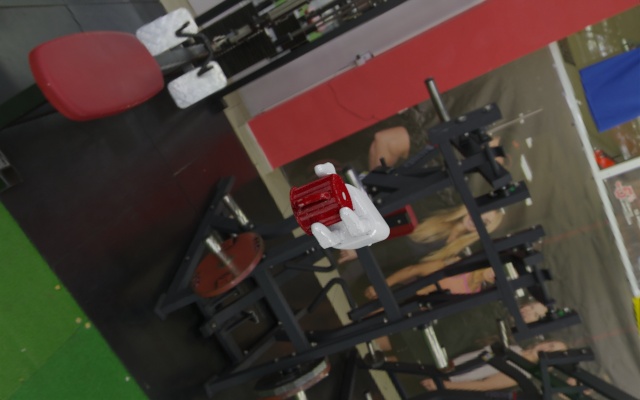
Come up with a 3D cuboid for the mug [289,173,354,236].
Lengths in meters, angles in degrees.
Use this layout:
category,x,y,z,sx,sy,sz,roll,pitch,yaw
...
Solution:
category,x,y,z,sx,sy,sz,roll,pitch,yaw
mug,0.000,0.002,0.810,0.081,0.093,0.117,-22,-15,18
